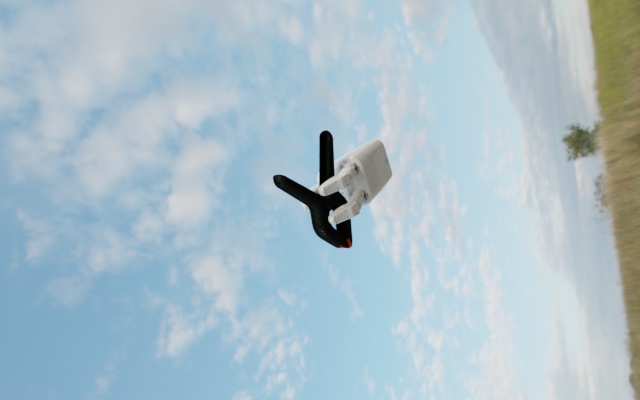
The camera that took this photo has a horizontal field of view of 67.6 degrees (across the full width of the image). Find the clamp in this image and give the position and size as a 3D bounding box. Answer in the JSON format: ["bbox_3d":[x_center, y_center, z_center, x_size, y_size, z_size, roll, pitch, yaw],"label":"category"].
[{"bbox_3d":[0.000,0.003,0.829,0.036,0.210,0.164,-3,25,40],"label":"clamp"}]
